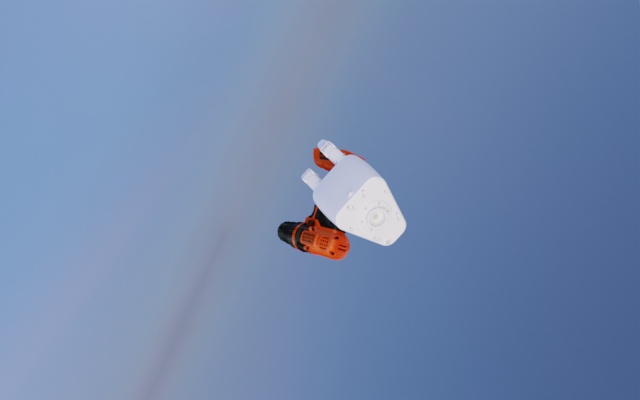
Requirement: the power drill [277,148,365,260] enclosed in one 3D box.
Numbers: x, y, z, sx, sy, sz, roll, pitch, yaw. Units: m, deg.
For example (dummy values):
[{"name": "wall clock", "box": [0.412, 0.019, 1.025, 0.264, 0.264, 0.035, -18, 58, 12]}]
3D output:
[{"name": "power drill", "box": [0.000, 0.002, 0.848, 0.057, 0.187, 0.184, 17, -4, -39]}]
